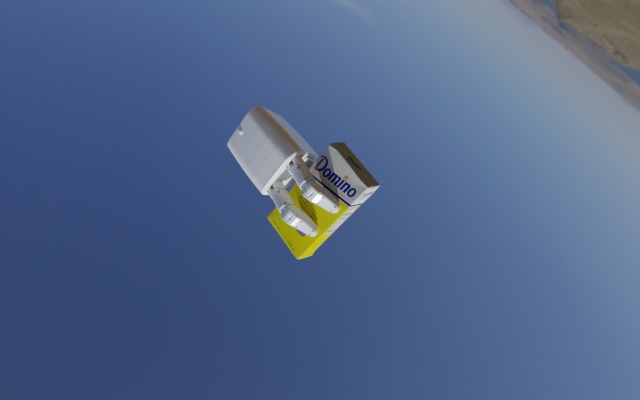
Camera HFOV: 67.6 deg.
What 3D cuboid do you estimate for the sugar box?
[{"bbox_3d":[0.000,0.002,0.745,0.048,0.093,0.176,-13,-30,-54],"label":"sugar box"}]
